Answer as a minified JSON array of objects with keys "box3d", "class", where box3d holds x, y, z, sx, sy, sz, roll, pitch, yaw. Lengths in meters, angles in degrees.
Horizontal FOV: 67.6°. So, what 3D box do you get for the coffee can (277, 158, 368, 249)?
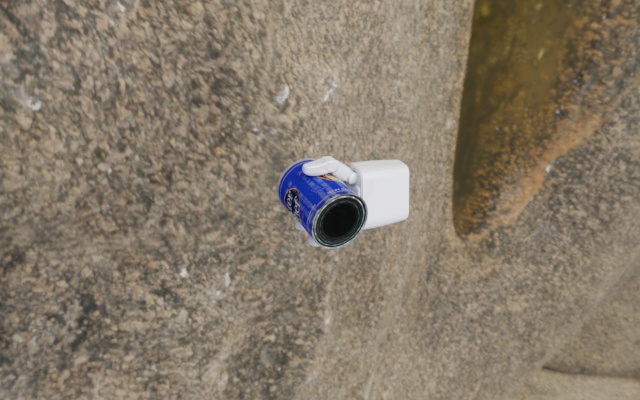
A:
[{"box3d":[0.000,0.003,0.808,0.103,0.103,0.140,0,27,-31],"class":"coffee can"}]
